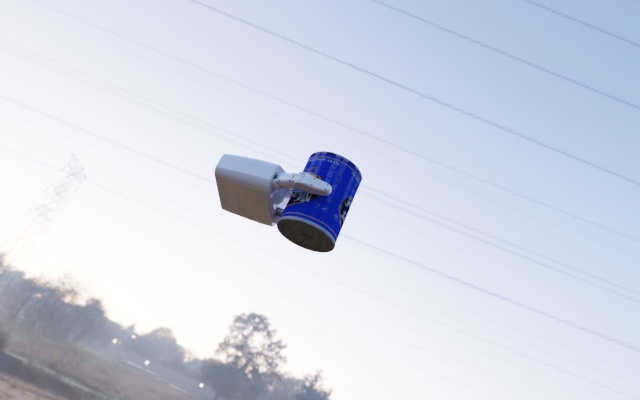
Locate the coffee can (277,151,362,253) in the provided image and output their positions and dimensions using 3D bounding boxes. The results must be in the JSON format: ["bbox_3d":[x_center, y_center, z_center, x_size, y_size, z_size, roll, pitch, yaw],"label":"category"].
[{"bbox_3d":[0.000,0.003,0.809,0.103,0.140,0.103,19,-28,10],"label":"coffee can"}]
